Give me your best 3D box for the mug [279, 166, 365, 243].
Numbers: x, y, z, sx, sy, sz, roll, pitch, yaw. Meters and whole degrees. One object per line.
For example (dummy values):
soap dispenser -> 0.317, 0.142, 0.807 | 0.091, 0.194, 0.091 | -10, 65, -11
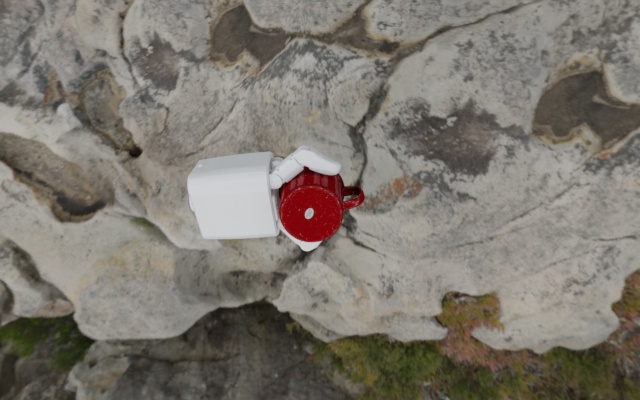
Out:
mug -> 0.002, 0.002, 0.630 | 0.117, 0.093, 0.081 | -5, 23, 2
